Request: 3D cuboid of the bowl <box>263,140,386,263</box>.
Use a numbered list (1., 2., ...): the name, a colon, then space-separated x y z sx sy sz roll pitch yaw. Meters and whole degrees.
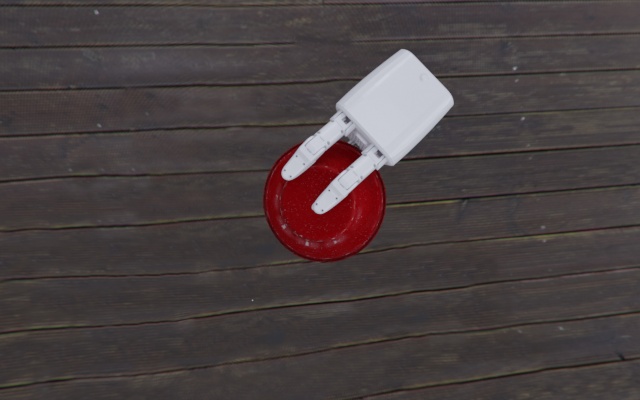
1. bowl: -0.001 0.003 0.593 0.162 0.162 0.055 0 4 9
